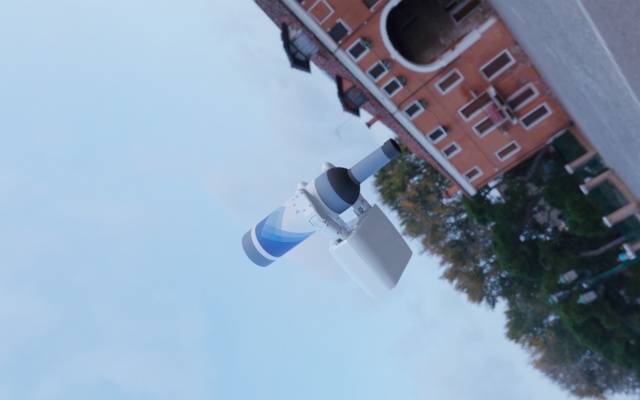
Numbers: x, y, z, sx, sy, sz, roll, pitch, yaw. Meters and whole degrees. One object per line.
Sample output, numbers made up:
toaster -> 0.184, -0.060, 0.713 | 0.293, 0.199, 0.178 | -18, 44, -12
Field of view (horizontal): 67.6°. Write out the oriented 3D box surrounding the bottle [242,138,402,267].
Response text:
bottle -> 0.000, 0.002, 0.734 | 0.296, 0.069, 0.069 | -37, -18, 25
